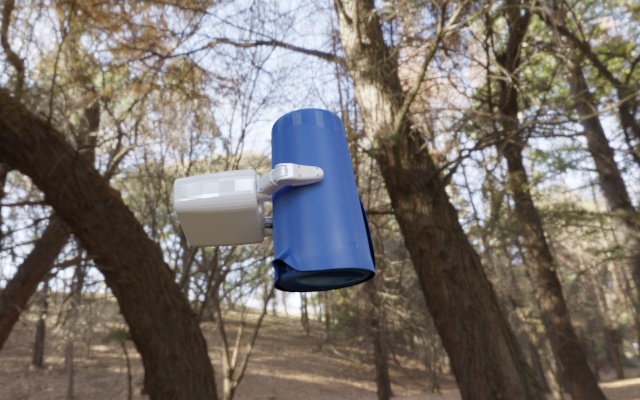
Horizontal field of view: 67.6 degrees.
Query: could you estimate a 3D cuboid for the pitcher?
[{"bbox_3d":[0.000,0.002,0.668,0.145,0.242,0.149,-6,-22,-2],"label":"pitcher"}]
